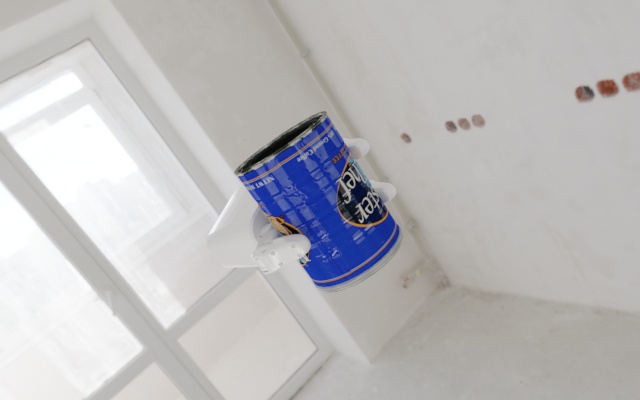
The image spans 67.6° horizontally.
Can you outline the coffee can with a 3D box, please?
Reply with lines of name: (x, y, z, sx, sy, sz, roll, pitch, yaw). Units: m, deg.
coffee can: (0.000, 0.002, 0.457, 0.103, 0.140, 0.102, -32, 15, 9)
